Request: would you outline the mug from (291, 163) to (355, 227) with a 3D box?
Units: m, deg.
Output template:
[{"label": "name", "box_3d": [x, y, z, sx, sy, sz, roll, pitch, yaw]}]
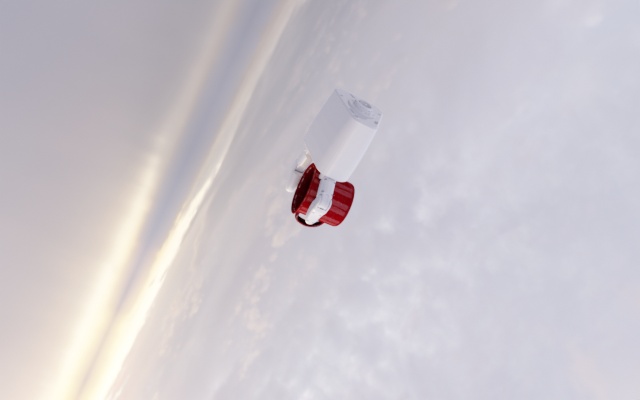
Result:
[{"label": "mug", "box_3d": [0.000, 0.004, 0.819, 0.081, 0.117, 0.093, 23, 32, -15]}]
